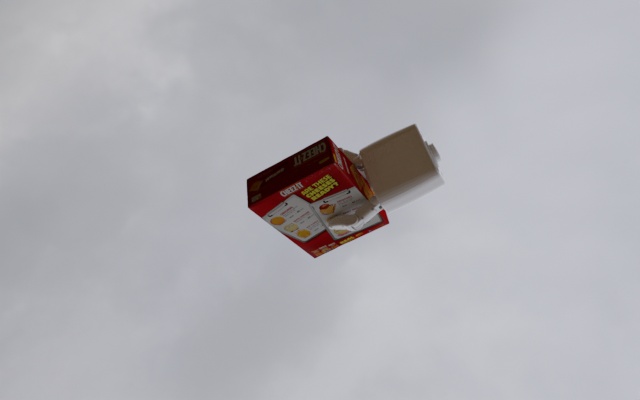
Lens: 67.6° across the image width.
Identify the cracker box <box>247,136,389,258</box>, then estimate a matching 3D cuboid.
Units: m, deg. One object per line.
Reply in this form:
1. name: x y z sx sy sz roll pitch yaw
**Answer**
1. cracker box: 0.000 0.003 0.830 0.164 0.072 0.214 -27 -40 18
